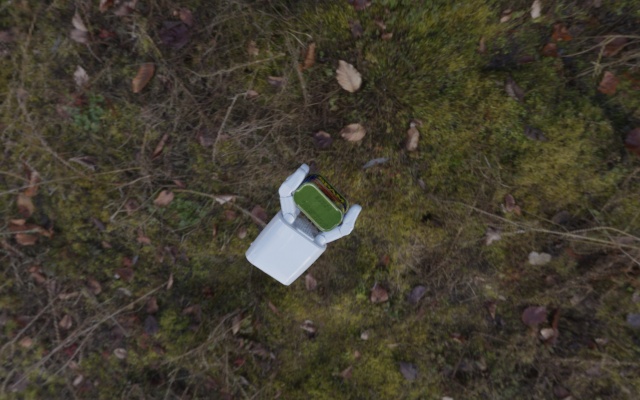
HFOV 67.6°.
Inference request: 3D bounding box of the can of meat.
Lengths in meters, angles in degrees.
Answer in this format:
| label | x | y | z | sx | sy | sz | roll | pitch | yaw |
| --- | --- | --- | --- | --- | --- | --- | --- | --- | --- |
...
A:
| label | x | y | z | sx | sy | sz | roll | pitch | yaw |
| --- | --- | --- | --- | --- | --- | --- | --- | --- | --- |
| can of meat | 0.000 | 0.003 | 0.874 | 0.057 | 0.102 | 0.084 | -44 | 4 | 15 |
